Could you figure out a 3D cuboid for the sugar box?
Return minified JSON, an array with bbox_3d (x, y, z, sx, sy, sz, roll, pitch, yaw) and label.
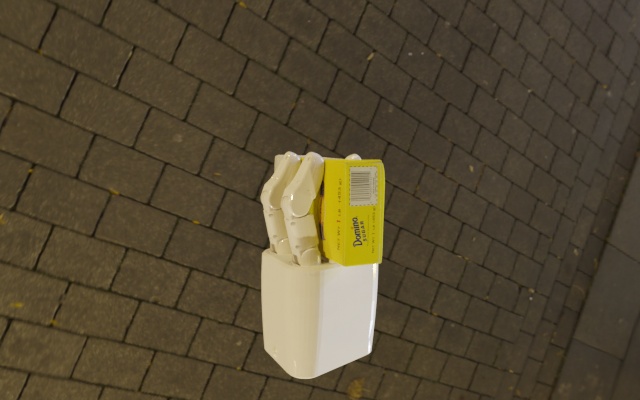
[{"bbox_3d":[0.000,0.002,0.487,0.048,0.093,0.176,-2,7,-28],"label":"sugar box"}]
